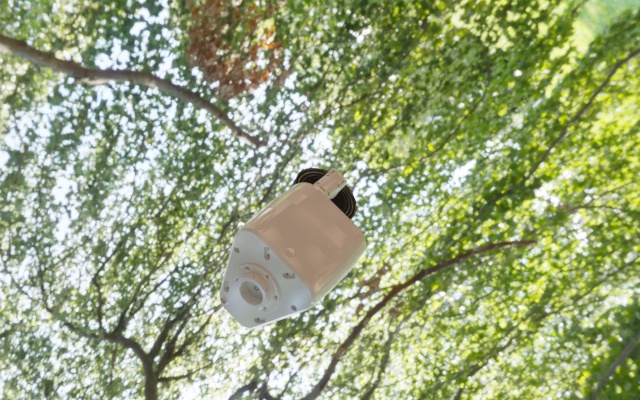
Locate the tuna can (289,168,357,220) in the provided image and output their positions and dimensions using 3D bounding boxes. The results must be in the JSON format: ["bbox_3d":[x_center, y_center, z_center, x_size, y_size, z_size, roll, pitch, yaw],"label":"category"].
[{"bbox_3d":[0.000,0.002,0.589,0.086,0.086,0.034,0,-39,-37],"label":"tuna can"}]
